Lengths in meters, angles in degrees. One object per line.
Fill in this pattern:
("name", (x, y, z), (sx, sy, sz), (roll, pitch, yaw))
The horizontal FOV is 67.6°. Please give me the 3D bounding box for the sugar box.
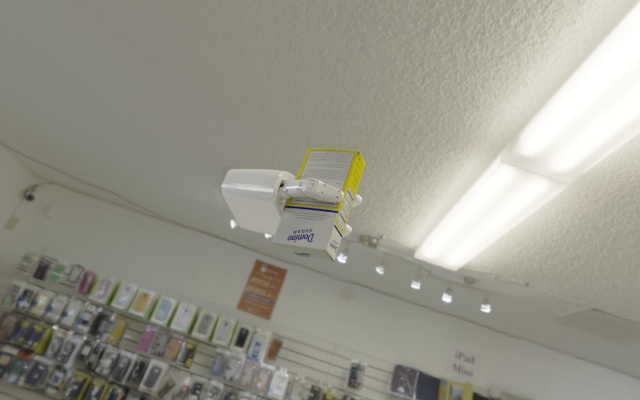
("sugar box", (0.000, 0.003, 0.734), (0.093, 0.176, 0.048), (6, -26, 27))
